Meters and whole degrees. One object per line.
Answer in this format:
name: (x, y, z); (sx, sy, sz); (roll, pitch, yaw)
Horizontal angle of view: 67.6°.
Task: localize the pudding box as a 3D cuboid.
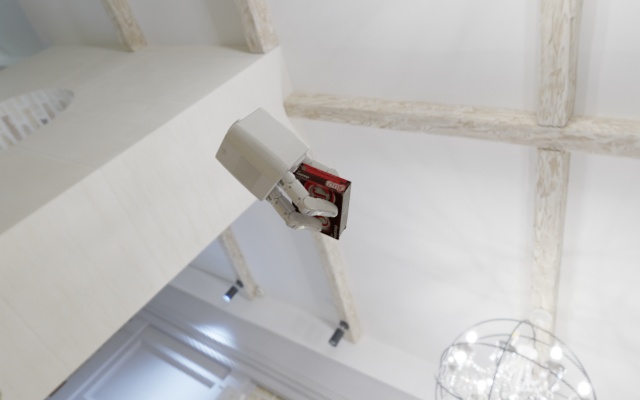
pudding box: (0.000, 0.002, 0.770); (0.090, 0.114, 0.039); (23, 52, 19)
